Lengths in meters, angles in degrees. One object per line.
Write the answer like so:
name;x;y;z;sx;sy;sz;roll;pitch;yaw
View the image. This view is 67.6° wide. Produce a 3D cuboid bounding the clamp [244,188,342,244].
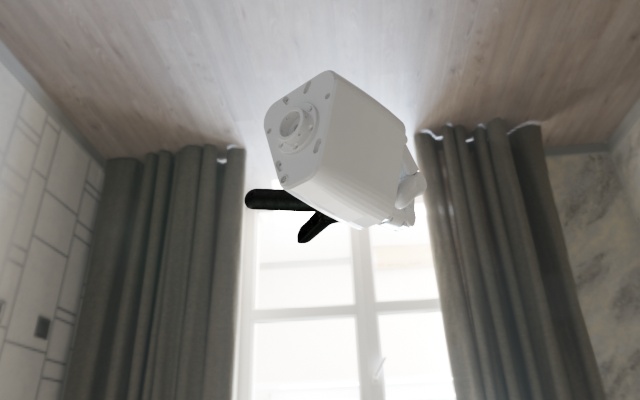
clamp;0.000;0.002;0.548;0.171;0.039;0.120;-24;-35;35
